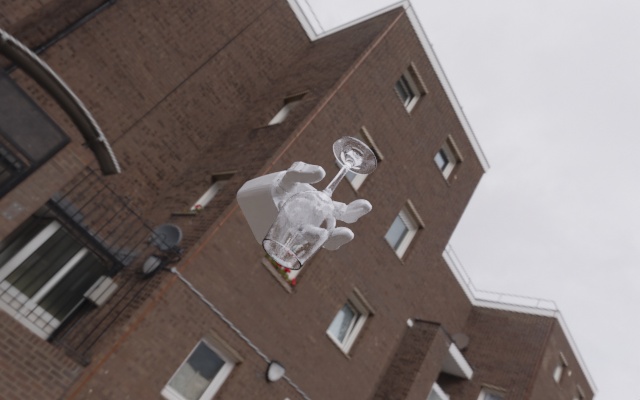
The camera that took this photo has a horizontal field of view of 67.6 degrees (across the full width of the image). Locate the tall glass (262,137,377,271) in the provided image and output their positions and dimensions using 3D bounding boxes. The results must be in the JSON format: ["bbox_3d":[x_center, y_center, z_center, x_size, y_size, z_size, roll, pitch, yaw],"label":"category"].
[{"bbox_3d":[0.001,0.002,0.670,0.079,0.079,0.201,0,44,46],"label":"tall glass"}]
